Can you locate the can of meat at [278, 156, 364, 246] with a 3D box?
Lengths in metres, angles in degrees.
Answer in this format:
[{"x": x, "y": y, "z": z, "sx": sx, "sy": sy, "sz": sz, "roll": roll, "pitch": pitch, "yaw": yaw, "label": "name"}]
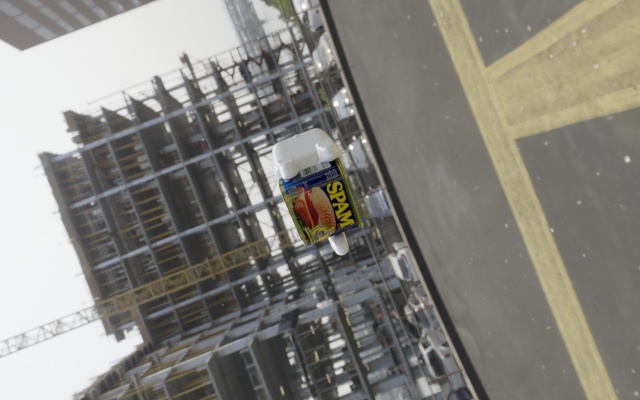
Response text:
[{"x": 0.000, "y": 0.002, "z": 0.621, "sx": 0.084, "sy": 0.102, "sz": 0.057, "roll": -21, "pitch": 31, "yaw": -1, "label": "can of meat"}]
